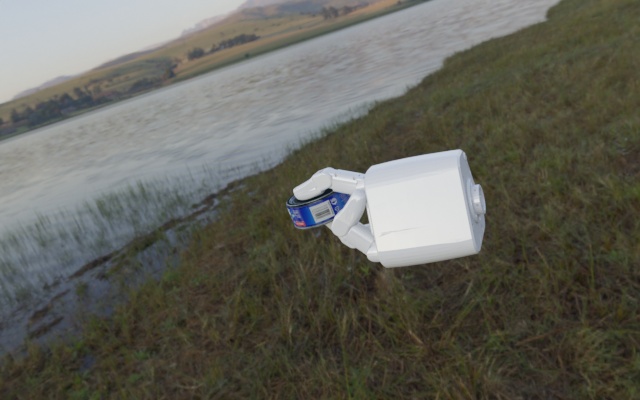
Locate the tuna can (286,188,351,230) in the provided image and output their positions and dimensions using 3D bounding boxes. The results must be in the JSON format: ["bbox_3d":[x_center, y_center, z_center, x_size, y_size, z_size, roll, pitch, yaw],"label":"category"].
[{"bbox_3d":[0.000,0.002,0.612,0.086,0.034,0.086,-21,16,6],"label":"tuna can"}]
